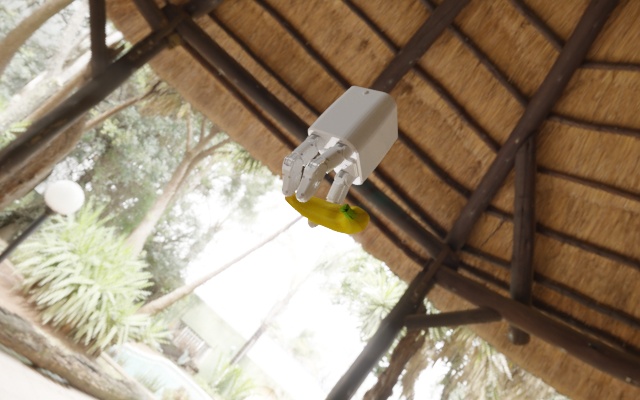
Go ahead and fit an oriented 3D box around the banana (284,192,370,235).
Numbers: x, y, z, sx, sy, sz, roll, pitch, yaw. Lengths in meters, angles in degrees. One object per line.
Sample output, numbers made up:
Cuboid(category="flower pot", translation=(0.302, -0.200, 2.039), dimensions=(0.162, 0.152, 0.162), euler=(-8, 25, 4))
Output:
Cuboid(category="banana", translation=(0.014, 0.015, 0.658), dimensions=(0.070, 0.037, 0.198), euler=(46, -16, -22))
